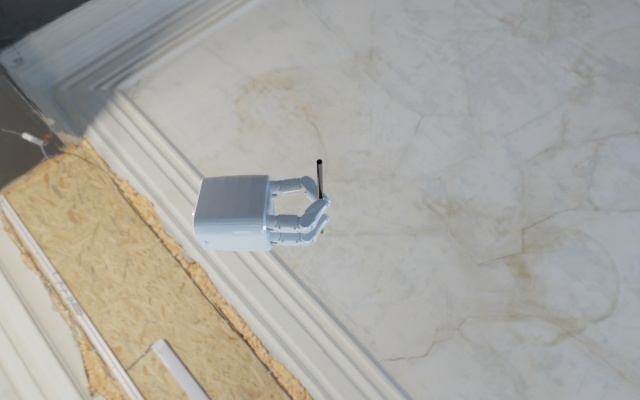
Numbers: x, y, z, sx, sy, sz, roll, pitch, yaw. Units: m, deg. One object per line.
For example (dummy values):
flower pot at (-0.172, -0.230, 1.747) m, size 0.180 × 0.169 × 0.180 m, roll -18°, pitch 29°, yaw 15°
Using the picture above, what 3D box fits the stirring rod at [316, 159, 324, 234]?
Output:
stirring rod at (0.000, 0.002, 0.720) m, size 0.011 × 0.011 × 0.240 m, roll 0°, pitch -26°, yaw 1°
